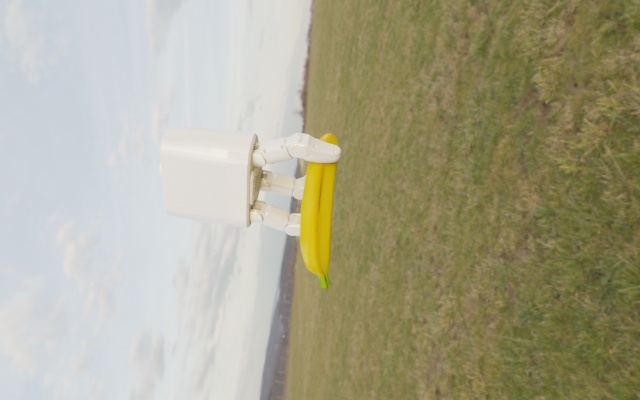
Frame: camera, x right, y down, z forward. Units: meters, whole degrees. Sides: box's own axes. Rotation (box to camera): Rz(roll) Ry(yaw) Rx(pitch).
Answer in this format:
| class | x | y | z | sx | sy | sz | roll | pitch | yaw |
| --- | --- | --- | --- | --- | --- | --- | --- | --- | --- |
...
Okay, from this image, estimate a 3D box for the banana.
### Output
| class | x | y | z | sx | sy | sz | roll | pitch | yaw |
| --- | --- | --- | --- | --- | --- | --- | --- | --- | --- |
| banana | -0.001 | -0.001 | 0.563 | 0.037 | 0.197 | 0.070 | 3 | -18 | 5 |
